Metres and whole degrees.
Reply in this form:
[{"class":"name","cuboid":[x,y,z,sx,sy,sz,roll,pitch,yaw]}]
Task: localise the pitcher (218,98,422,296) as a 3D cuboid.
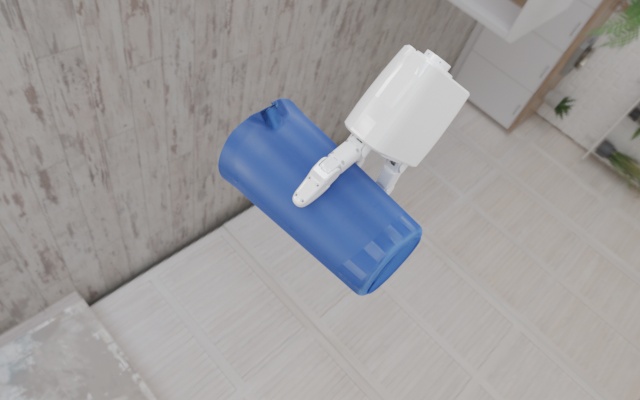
[{"class":"pitcher","cuboid":[0.000,0.002,0.592,0.242,0.145,0.149,43,18,18]}]
